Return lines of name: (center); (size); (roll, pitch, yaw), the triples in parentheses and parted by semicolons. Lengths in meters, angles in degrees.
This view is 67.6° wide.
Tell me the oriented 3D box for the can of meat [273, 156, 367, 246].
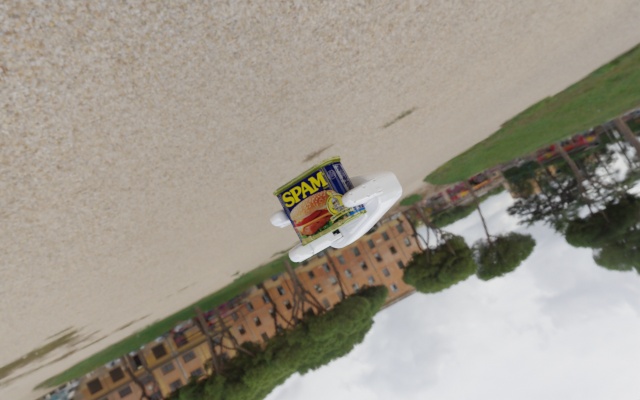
can of meat: (0.000, 0.002, 0.635); (0.102, 0.084, 0.057); (-30, -5, 25)
